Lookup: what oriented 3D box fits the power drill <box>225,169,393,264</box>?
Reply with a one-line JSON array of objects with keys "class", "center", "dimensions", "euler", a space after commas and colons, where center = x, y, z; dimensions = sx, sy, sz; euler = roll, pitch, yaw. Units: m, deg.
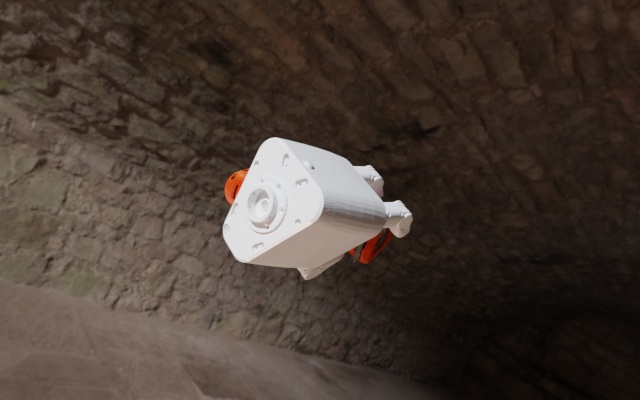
[{"class": "power drill", "center": [0.000, 0.002, 0.593], "dimensions": [0.187, 0.057, 0.184], "euler": [23, 20, 17]}]
